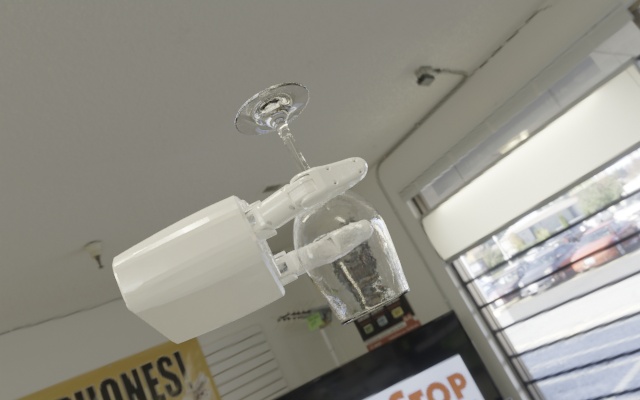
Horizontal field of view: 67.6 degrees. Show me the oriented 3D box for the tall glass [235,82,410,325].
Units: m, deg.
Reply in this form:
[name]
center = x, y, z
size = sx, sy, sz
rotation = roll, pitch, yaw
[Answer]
[tall glass]
center = 0.000, 0.001, 0.409
size = 0.079, 0.201, 0.079
rotation = -26, -17, -8
